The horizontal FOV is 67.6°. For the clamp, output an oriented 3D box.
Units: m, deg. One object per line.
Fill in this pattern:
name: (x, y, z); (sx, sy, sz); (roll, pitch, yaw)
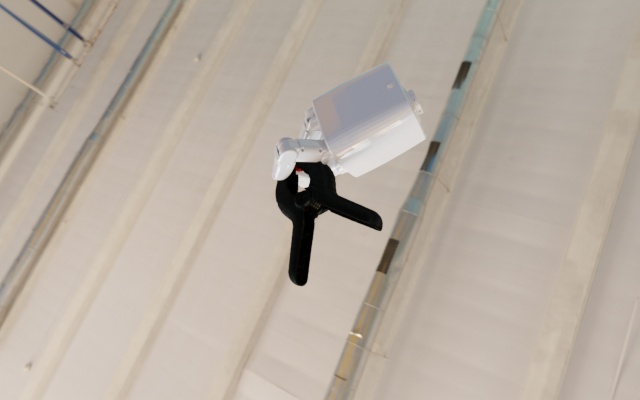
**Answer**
clamp: (0.000, 0.002, 0.552); (0.120, 0.171, 0.039); (-26, -34, 13)
